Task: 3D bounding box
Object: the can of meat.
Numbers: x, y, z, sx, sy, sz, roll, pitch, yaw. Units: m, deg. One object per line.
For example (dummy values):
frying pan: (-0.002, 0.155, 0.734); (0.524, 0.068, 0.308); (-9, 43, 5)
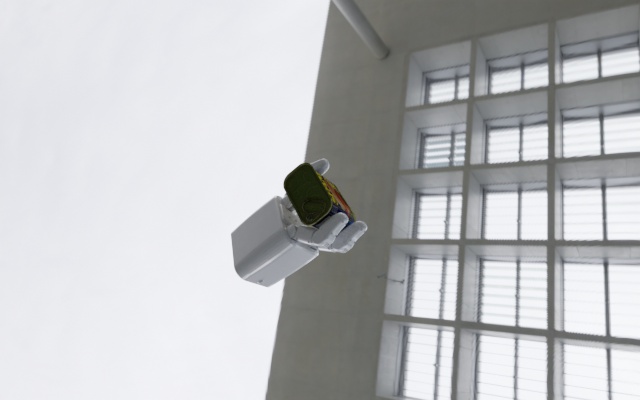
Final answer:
can of meat: (0.000, 0.002, 0.736); (0.057, 0.102, 0.084); (-39, -35, 13)
